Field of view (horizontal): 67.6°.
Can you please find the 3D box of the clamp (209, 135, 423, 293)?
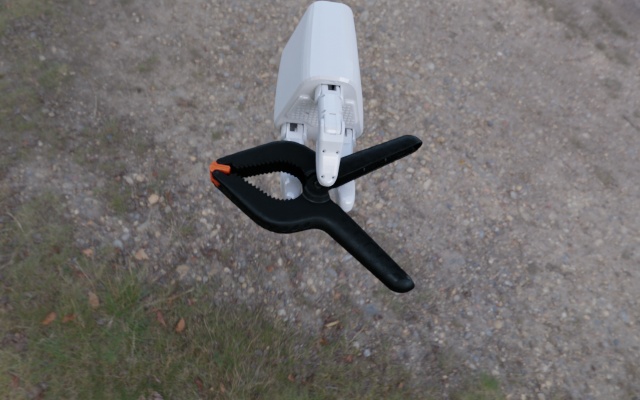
[{"bbox_3d":[0.000,0.001,0.450,0.210,0.164,0.036,5,-25,-8],"label":"clamp"}]
